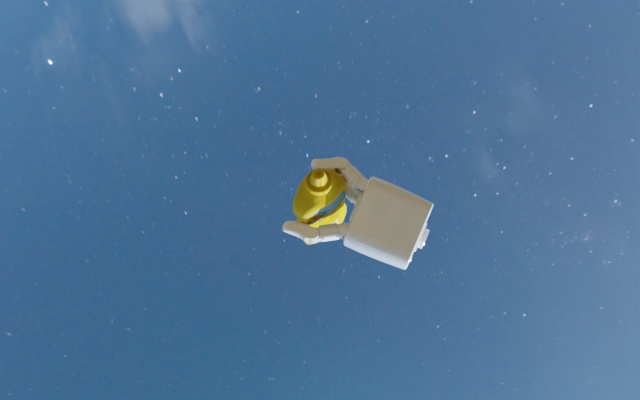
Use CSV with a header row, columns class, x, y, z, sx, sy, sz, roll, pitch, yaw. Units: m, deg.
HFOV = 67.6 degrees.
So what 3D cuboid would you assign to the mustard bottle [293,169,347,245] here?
class,x,y,z,sx,sy,sz,roll,pitch,yaw
mustard bottle,0.000,0.002,0.772,0.096,0.058,0.192,-37,-20,-14
